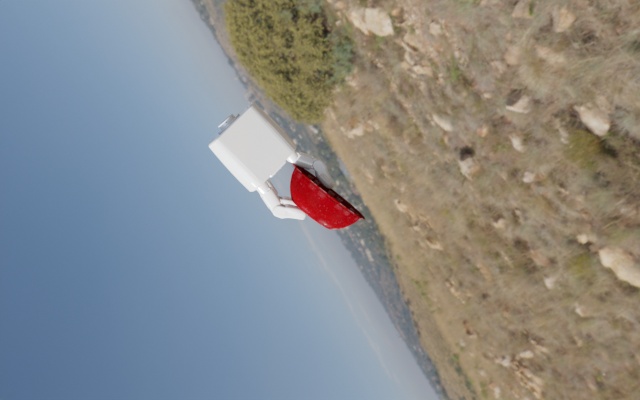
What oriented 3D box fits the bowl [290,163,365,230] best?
[{"bbox_3d":[0.001,0.004,0.851,0.162,0.055,0.162,37,5,-4],"label":"bowl"}]
